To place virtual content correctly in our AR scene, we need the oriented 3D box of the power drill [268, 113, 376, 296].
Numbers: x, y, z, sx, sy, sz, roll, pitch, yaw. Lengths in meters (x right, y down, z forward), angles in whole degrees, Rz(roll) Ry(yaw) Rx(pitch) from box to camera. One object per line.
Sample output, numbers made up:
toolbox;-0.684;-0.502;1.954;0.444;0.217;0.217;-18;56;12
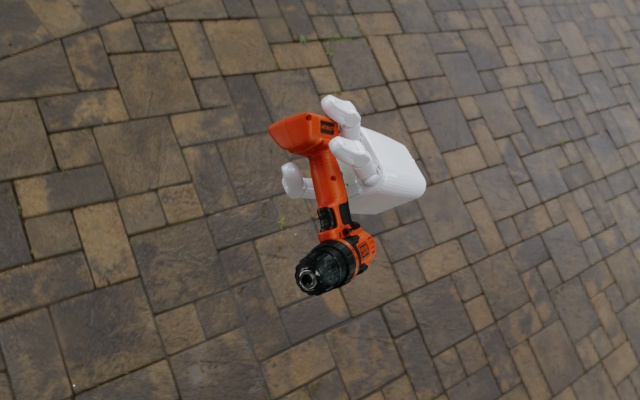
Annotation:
power drill;0.000;0.001;0.528;0.057;0.187;0.184;-15;-1;19
